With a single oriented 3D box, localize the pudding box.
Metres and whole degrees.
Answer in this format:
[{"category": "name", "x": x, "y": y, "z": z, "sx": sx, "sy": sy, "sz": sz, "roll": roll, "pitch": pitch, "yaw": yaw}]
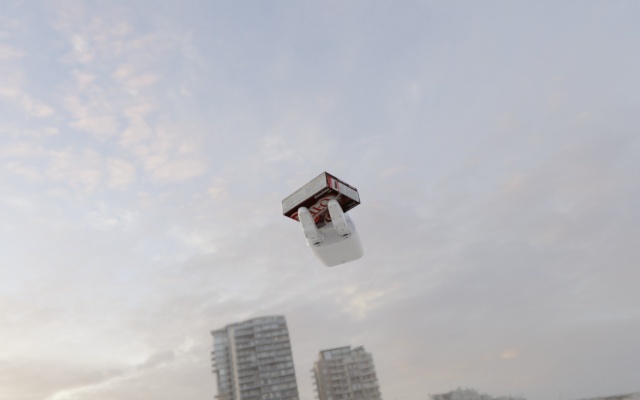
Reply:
[{"category": "pudding box", "x": 0.000, "y": 0.003, "z": 0.856, "sx": 0.113, "sy": 0.039, "sz": 0.090, "roll": -35, "pitch": -40, "yaw": 30}]
